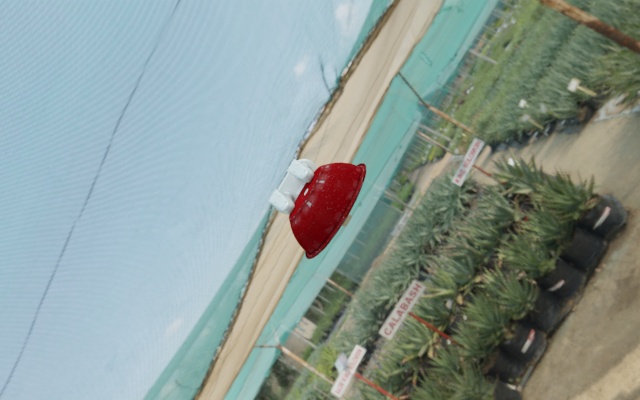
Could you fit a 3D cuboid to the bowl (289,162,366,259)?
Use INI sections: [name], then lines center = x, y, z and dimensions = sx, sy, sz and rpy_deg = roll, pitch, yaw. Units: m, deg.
[bowl]
center = 0.000, 0.002, 0.694
dimensions = 0.055, 0.162, 0.162
rpy_deg = 31, -6, -11
